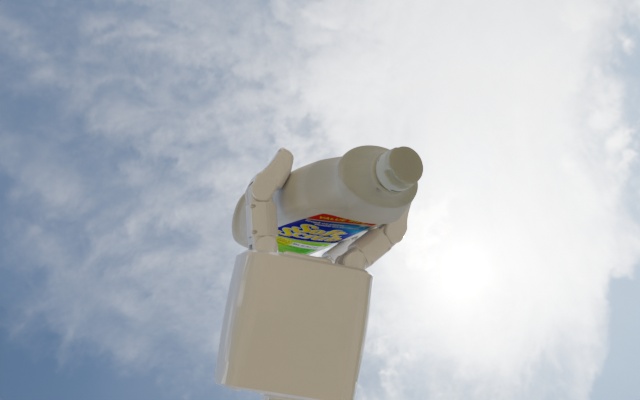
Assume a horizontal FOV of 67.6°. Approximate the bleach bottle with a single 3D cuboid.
[{"bbox_3d":[0.000,0.001,0.441,0.102,0.068,0.251,17,-20,-21],"label":"bleach bottle"}]
